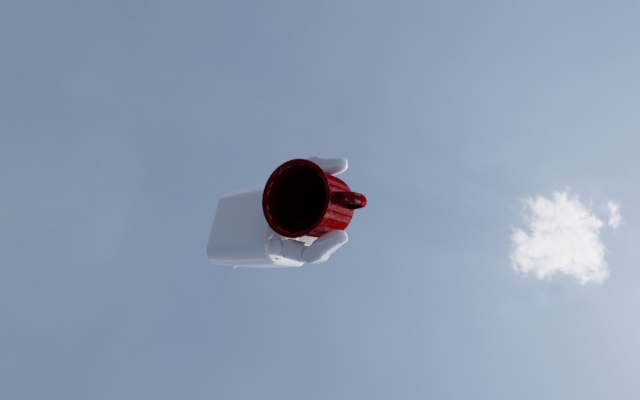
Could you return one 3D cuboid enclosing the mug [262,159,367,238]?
[{"bbox_3d":[0.001,0.002,0.577,0.117,0.093,0.081,-7,-12,29],"label":"mug"}]
